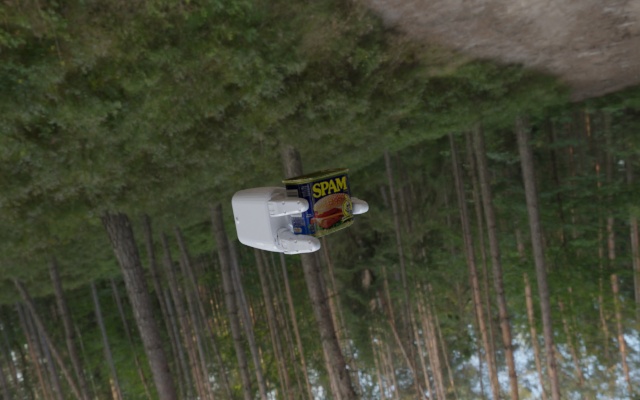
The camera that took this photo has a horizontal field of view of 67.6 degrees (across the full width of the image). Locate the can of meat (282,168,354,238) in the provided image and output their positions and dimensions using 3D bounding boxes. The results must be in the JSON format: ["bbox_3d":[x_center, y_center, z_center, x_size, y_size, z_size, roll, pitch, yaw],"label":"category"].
[{"bbox_3d":[0.000,0.003,0.693,0.102,0.084,0.057,-17,11,-43],"label":"can of meat"}]
